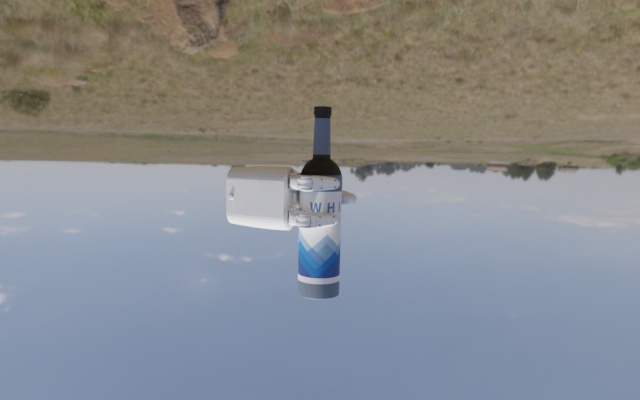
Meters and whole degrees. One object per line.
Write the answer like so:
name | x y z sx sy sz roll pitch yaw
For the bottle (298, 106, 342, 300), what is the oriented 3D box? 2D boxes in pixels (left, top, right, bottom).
bottle | 0.000 0.003 0.750 0.069 0.296 0.069 1 6 0
